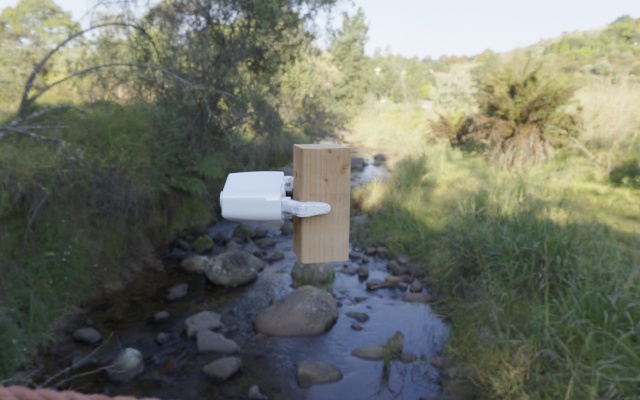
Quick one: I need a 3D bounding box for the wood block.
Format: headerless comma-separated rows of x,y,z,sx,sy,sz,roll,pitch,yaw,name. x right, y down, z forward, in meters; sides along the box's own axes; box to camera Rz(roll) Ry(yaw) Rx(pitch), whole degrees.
0.000,0.003,0.881,0.090,0.206,0.091,-2,12,-13,wood block
